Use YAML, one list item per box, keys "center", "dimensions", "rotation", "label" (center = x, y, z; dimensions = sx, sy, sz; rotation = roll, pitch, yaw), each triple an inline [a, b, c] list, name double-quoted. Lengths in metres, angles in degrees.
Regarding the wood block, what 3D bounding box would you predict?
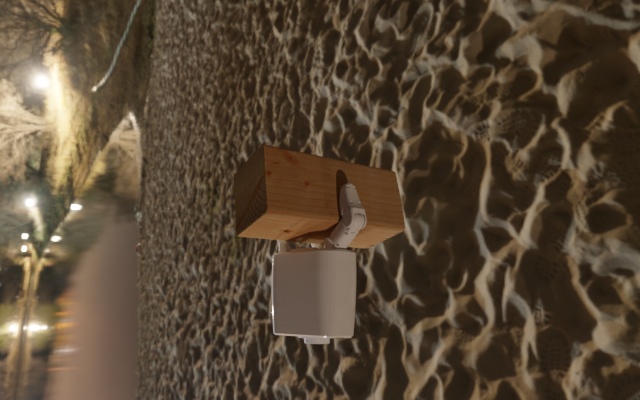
- center: [0.000, 0.002, 0.632]
  dimensions: [0.206, 0.090, 0.091]
  rotation: [8, -27, -32]
  label: "wood block"
